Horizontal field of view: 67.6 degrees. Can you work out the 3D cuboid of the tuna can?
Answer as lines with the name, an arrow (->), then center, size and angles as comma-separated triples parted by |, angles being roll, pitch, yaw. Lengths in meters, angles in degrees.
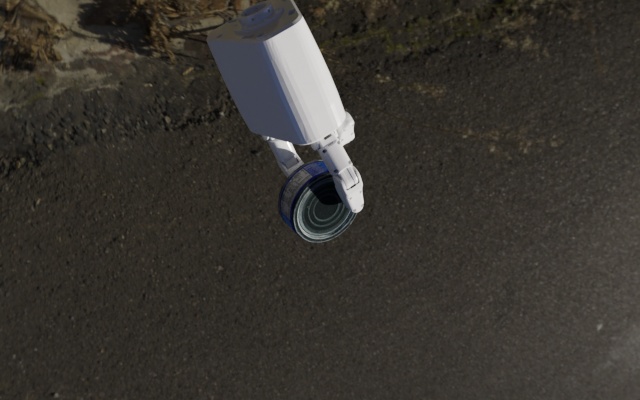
tuna can -> 0.000, 0.002, 0.513 | 0.086, 0.086, 0.033 | 0, 26, -34
